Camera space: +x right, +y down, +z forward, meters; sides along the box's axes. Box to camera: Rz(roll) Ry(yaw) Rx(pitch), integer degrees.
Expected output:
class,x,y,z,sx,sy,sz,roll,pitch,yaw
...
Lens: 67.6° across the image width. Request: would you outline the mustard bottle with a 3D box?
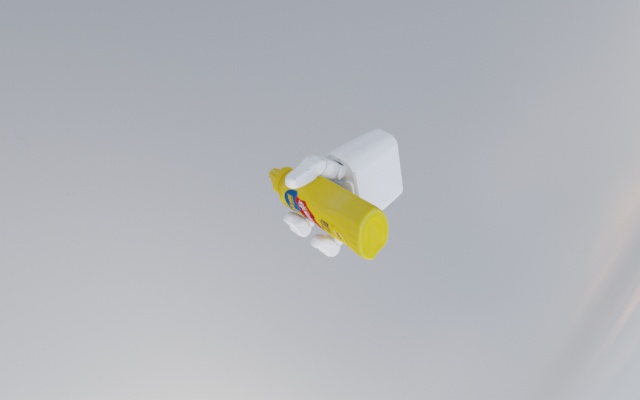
class,x,y,z,sx,sy,sz,roll,pitch,yaw
mustard bottle,0.000,0.002,0.647,0.191,0.058,0.096,32,-17,32
